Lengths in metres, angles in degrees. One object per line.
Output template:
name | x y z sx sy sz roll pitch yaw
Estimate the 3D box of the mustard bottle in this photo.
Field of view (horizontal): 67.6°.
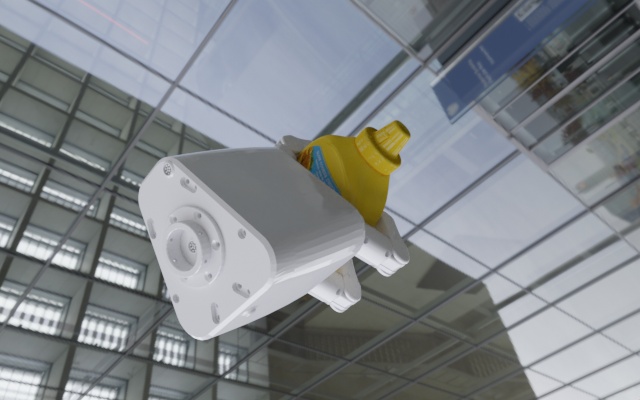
mustard bottle | 0.000 0.002 0.408 0.058 0.096 0.192 18 -50 -43
